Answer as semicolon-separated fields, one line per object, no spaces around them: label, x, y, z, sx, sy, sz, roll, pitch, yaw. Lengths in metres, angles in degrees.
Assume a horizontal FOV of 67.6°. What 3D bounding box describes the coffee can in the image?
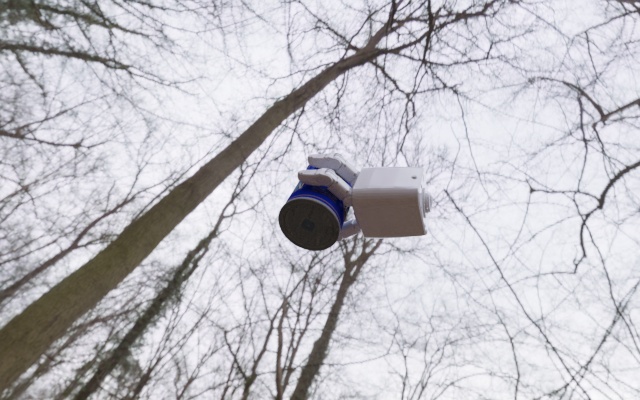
coffee can;0.000;0.003;0.810;0.103;0.103;0.140;0;33;20
